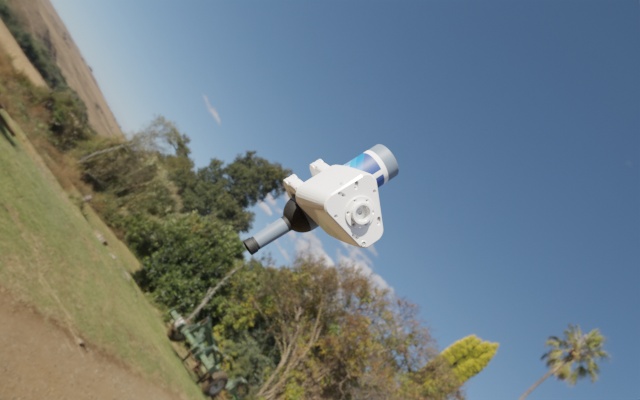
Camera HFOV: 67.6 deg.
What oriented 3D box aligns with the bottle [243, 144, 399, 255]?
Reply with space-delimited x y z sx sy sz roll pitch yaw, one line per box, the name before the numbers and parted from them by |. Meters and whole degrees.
bottle | 0.000 0.003 0.818 0.295 0.069 0.069 -32 10 -17
